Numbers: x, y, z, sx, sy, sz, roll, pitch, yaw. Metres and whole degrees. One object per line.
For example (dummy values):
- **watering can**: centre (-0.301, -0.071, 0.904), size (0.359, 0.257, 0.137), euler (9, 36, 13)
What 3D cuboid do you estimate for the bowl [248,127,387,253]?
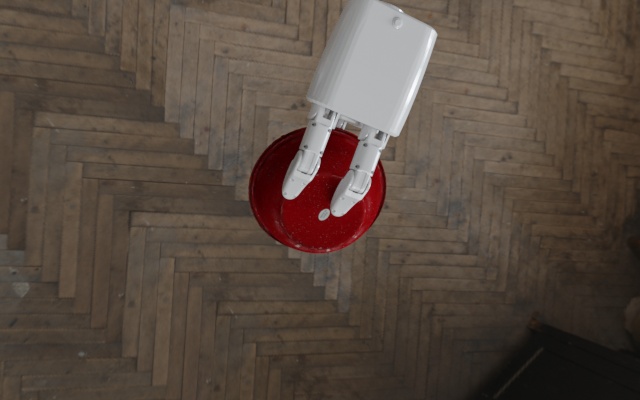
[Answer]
- **bowl**: centre (0.000, 0.003, 0.534), size (0.162, 0.162, 0.055), euler (0, 26, -7)
